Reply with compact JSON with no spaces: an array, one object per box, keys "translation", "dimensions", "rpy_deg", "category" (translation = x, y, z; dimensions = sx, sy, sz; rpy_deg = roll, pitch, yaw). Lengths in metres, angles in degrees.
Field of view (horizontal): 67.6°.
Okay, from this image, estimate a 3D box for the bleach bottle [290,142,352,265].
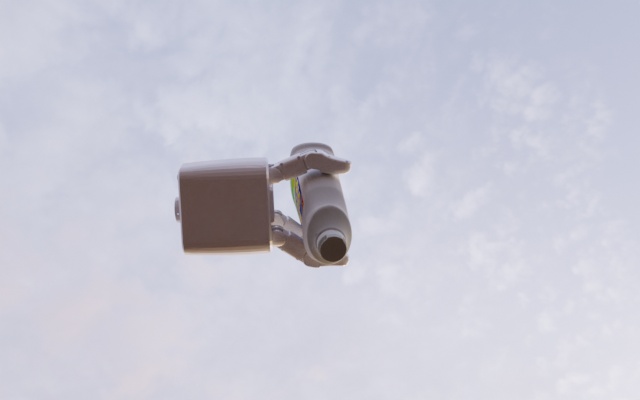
[{"translation":[0.000,0.002,0.600],"dimensions":[0.068,0.103,0.250],"rpy_deg":[-2,19,-6],"category":"bleach bottle"}]
